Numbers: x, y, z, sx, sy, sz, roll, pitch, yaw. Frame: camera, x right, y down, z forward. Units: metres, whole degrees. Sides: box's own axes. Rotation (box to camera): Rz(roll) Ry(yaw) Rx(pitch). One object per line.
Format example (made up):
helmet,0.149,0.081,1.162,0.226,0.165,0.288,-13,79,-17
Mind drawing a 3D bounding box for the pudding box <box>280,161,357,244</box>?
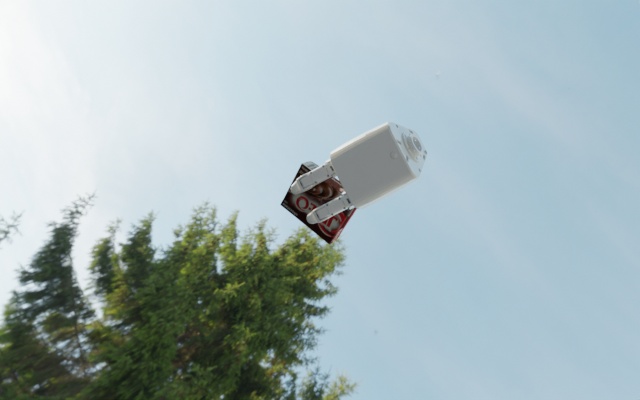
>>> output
pudding box,0.000,0.002,0.787,0.113,0.090,0.039,39,29,16
